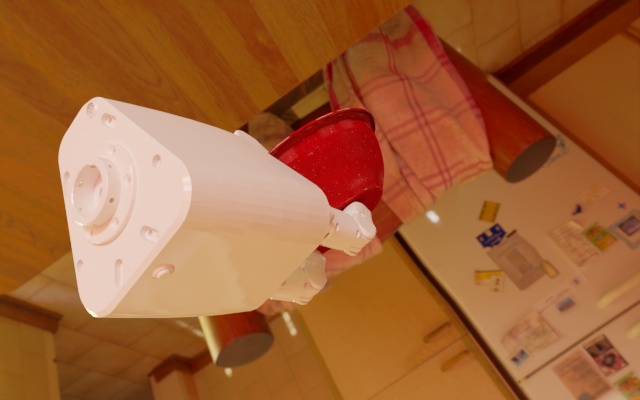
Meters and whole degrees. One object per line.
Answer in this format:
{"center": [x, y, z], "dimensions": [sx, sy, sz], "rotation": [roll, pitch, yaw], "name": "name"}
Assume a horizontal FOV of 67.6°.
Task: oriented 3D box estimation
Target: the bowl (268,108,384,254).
{"center": [0.001, 0.001, 0.402], "dimensions": [0.162, 0.055, 0.162], "rotation": [-36, -19, -14], "name": "bowl"}
